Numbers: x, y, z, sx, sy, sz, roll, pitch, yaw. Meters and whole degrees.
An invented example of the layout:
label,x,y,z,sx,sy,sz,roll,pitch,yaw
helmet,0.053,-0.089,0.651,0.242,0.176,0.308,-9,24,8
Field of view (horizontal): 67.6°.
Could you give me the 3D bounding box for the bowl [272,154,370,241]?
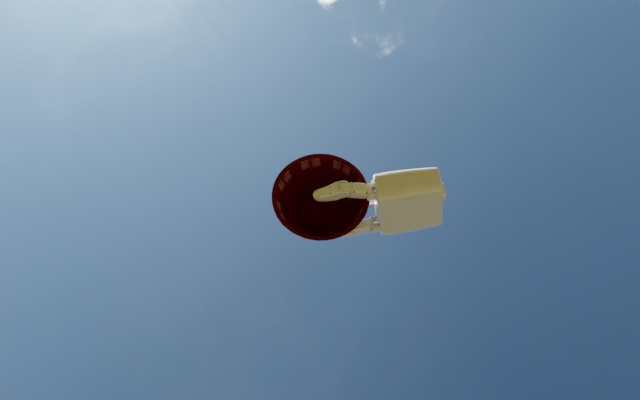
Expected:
label,x,y,z,sx,sy,sz,roll,pitch,yaw
bowl,-0.001,0.003,0.806,0.162,0.162,0.055,0,-27,-1
